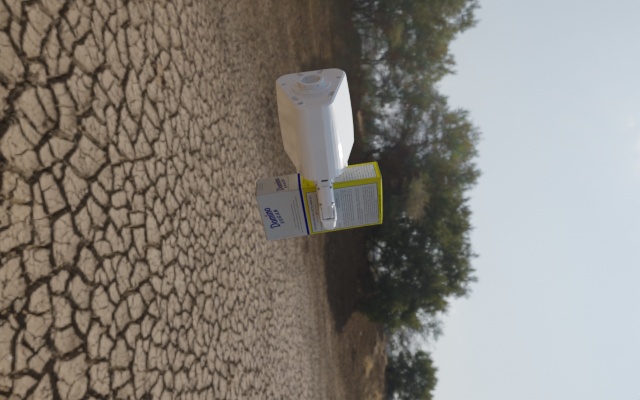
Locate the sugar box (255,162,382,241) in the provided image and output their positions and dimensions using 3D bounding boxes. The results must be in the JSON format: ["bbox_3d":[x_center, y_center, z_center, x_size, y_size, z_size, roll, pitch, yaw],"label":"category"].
[{"bbox_3d":[0.000,0.002,0.696,0.176,0.093,0.048,-6,41,2],"label":"sugar box"}]
